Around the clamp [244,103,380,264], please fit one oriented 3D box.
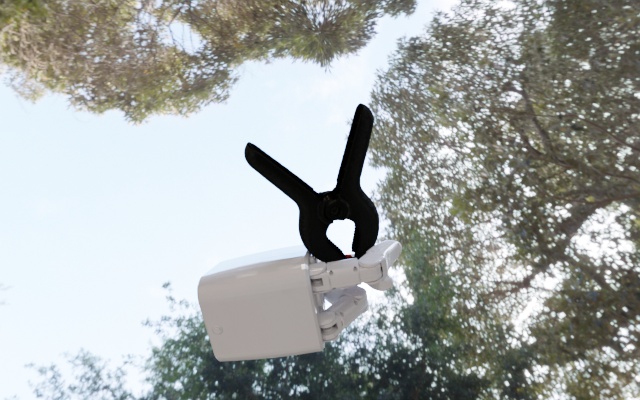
[{"bbox_3d":[0.000,0.001,0.455,0.120,0.171,0.039,-9,19,3],"label":"clamp"}]
